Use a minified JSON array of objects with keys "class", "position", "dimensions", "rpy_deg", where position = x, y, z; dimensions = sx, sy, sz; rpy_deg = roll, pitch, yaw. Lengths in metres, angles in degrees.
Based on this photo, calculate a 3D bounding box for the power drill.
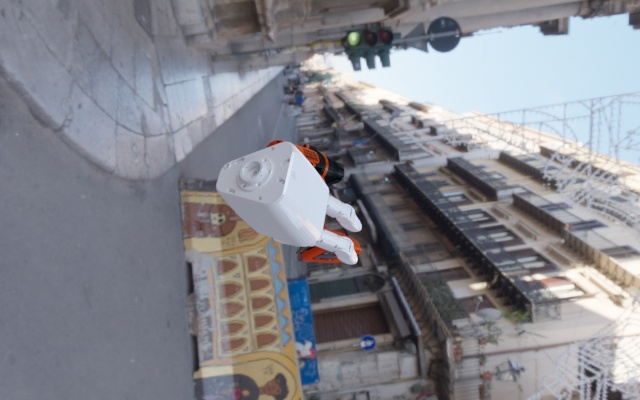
[{"class":"power drill","position":[0.000,0.003,0.747],"dimensions":[0.057,0.187,0.184],"rpy_deg":[-32,-25,29]}]
